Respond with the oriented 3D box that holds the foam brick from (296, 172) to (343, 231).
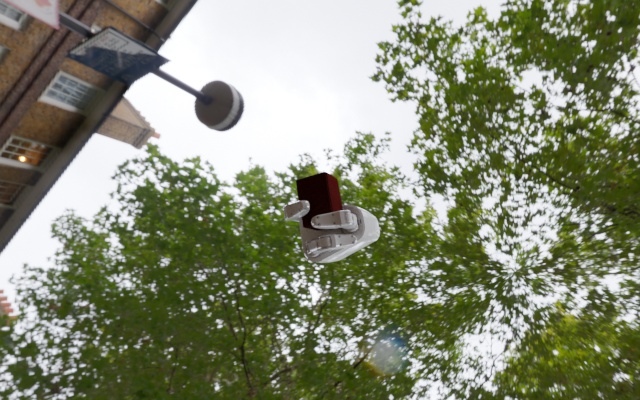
[{"bbox_3d":[0.000,0.002,0.742,0.053,0.078,0.051,-13,-12,21],"label":"foam brick"}]
